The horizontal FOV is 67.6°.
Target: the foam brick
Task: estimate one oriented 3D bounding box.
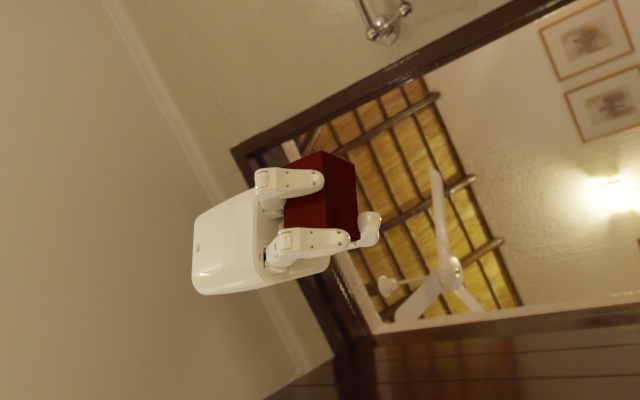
[{"bbox_3d":[0.000,0.001,0.449,0.051,0.078,0.053,-19,-26,37],"label":"foam brick"}]
